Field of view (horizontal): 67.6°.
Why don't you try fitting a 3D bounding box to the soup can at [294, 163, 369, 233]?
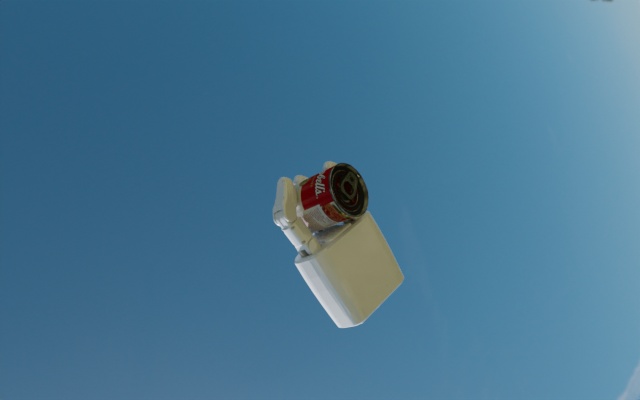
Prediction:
[{"bbox_3d":[0.000,0.002,0.598,0.102,0.068,0.068,-23,-15,40],"label":"soup can"}]
